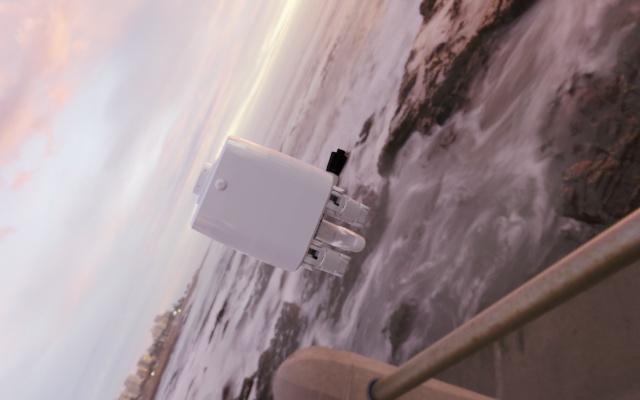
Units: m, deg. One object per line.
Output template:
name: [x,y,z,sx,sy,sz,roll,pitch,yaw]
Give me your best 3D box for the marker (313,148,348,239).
marker: [0.000,0.002,0.505,0.020,0.121,0.020,22,-5,2]
